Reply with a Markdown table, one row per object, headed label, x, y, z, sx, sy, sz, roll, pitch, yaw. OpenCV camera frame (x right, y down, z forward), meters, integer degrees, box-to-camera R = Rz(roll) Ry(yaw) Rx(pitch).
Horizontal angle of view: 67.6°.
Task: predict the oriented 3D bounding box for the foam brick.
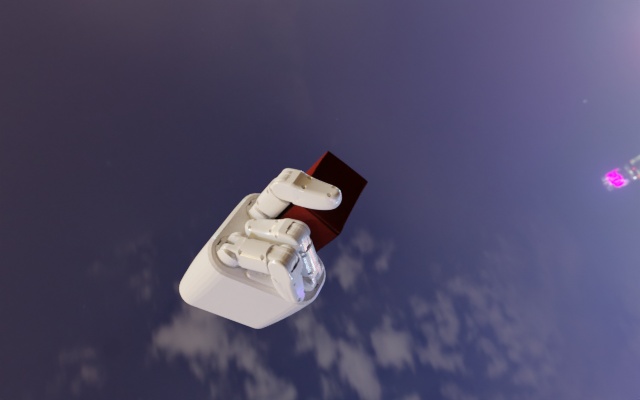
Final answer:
| label | x | y | z | sx | sy | sz | roll | pitch | yaw |
| --- | --- | --- | --- | --- | --- | --- | --- | --- | --- |
| foam brick | 0.000 | 0.001 | 0.462 | 0.053 | 0.078 | 0.051 | 39 | -42 | -8 |
